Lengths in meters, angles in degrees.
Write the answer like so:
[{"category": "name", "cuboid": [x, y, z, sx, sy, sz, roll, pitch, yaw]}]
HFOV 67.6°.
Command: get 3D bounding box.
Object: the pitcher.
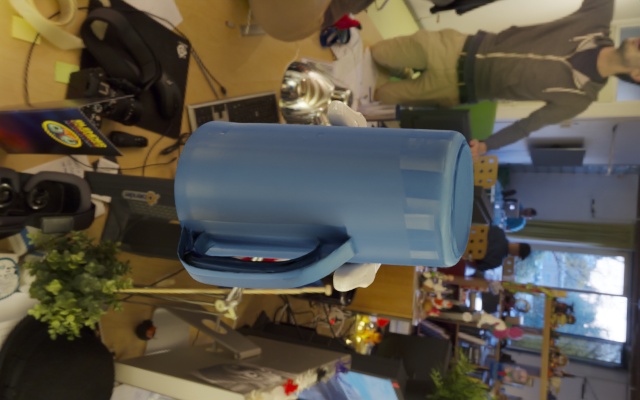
[{"category": "pitcher", "cuboid": [0.000, 0.001, 0.419, 0.243, 0.149, 0.145, 3, -2, 26]}]
